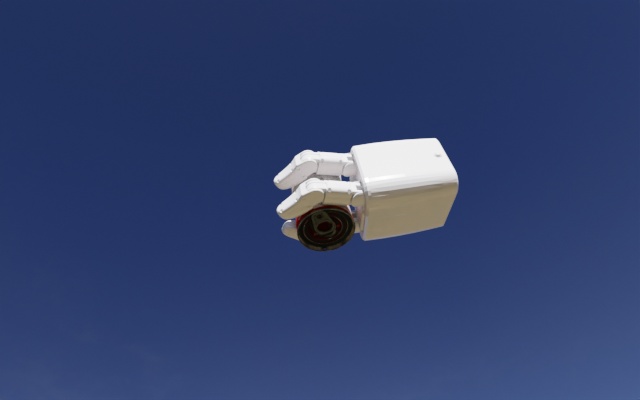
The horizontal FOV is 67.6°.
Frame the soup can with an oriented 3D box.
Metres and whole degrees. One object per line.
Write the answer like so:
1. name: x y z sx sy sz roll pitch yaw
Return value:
1. soup can: 0.000 0.002 0.583 0.068 0.069 0.102 0 41 -10
